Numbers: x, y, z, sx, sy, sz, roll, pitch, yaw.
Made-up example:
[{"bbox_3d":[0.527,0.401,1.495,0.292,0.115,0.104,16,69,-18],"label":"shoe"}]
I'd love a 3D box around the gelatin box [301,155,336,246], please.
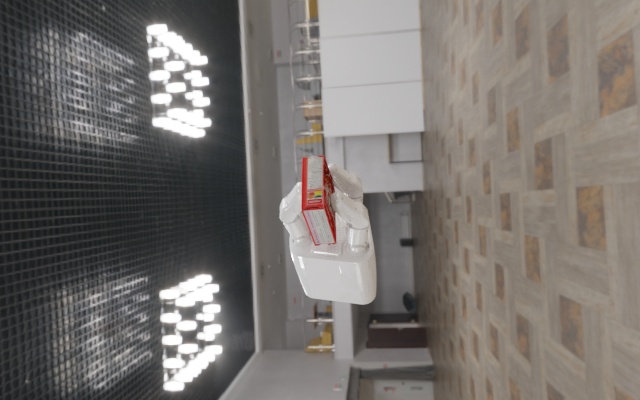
[{"bbox_3d":[0.000,0.002,0.569,0.030,0.073,0.089,-5,-34,9],"label":"gelatin box"}]
